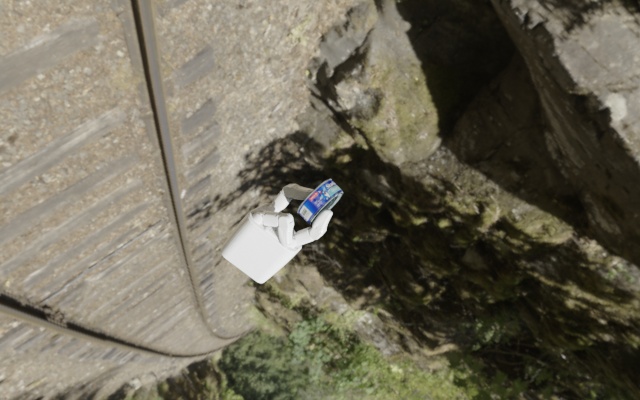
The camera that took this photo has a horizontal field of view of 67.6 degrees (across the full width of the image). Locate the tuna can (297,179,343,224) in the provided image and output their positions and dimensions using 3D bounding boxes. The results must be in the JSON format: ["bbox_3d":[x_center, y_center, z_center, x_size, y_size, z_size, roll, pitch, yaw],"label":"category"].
[{"bbox_3d":[0.001,0.003,0.855,0.086,0.033,0.086,-43,-10,-9],"label":"tuna can"}]
